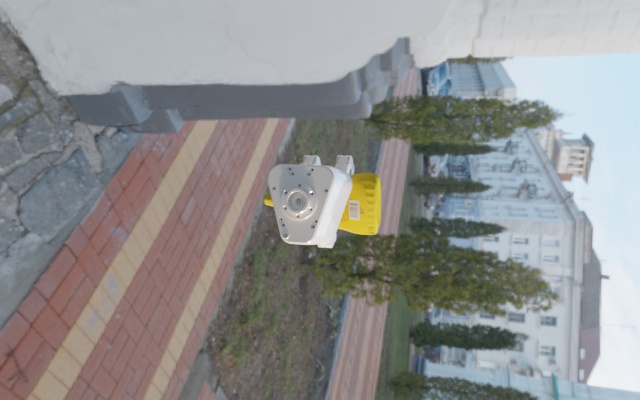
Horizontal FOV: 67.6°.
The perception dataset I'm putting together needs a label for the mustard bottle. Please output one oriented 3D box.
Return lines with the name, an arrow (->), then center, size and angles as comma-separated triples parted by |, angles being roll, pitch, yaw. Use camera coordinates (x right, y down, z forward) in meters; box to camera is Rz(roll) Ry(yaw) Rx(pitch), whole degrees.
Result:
mustard bottle -> 0.000, 0.002, 0.777 | 0.191, 0.096, 0.058 | 3, 25, 14
